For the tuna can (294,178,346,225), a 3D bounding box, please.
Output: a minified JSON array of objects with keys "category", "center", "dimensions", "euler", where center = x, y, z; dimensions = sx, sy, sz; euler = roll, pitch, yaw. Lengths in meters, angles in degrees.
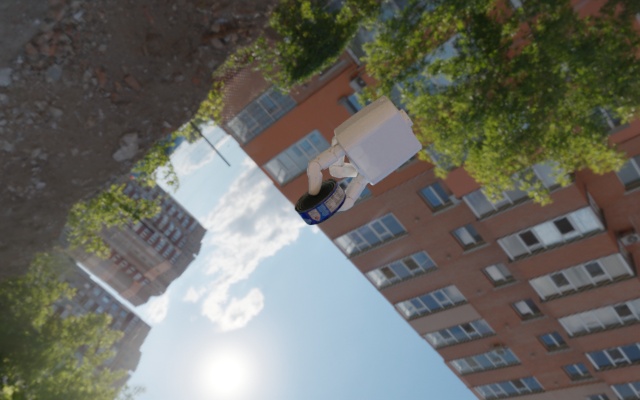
[{"category":"tuna can","center":[0.000,0.003,0.807],"dimensions":[0.086,0.034,0.086],"euler":[-32,20,13]}]
